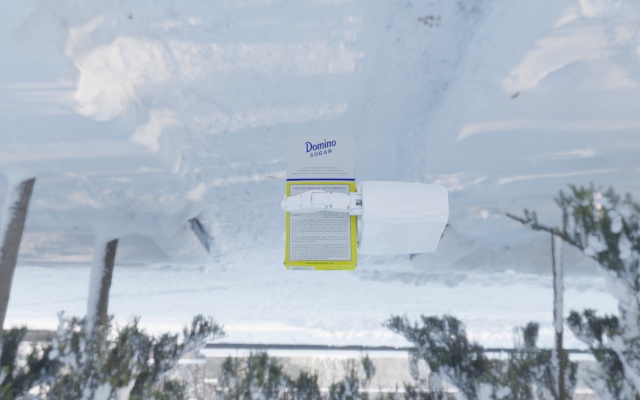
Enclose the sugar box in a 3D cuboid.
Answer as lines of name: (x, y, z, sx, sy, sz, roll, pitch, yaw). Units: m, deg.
sugar box: (0.000, 0.002, 0.631, 0.093, 0.176, 0.048, 1, -17, 0)
